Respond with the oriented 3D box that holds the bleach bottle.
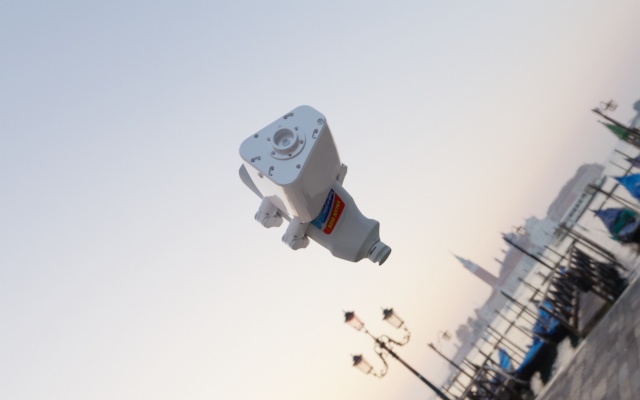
[{"bbox_3d":[0.000,0.002,0.690,0.250,0.102,0.068,36,-13,23],"label":"bleach bottle"}]
